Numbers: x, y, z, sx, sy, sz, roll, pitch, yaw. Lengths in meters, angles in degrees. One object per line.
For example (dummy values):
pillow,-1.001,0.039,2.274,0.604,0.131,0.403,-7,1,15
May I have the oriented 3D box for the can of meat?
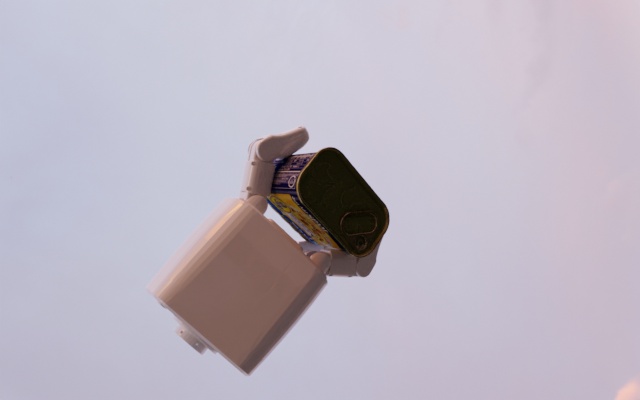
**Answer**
can of meat,0.000,0.001,0.442,0.102,0.057,0.084,47,-22,-26
